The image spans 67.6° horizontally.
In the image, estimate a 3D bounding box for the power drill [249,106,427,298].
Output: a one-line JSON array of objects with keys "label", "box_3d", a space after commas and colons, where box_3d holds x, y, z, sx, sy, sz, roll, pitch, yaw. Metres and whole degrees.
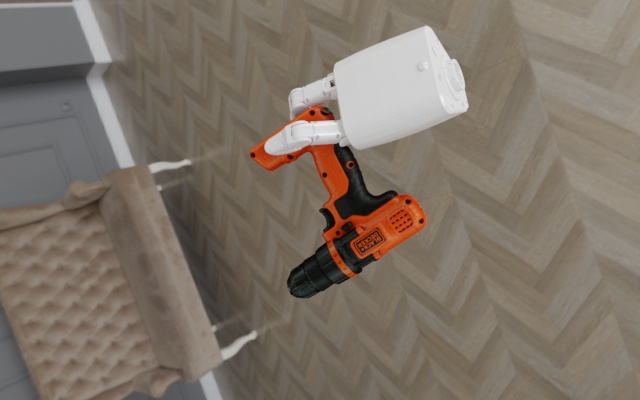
[{"label": "power drill", "box_3d": [0.000, 0.001, 0.554, 0.184, 0.187, 0.057, -34, 1, 12]}]
